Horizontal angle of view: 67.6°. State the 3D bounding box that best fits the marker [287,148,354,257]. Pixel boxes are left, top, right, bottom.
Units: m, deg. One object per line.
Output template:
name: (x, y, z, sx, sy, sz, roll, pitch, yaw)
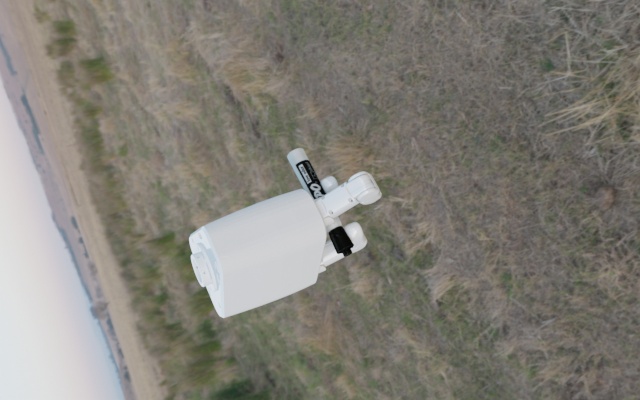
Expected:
marker: (0.000, 0.002, 0.478, 0.020, 0.121, 0.020, -25, -18, -9)
